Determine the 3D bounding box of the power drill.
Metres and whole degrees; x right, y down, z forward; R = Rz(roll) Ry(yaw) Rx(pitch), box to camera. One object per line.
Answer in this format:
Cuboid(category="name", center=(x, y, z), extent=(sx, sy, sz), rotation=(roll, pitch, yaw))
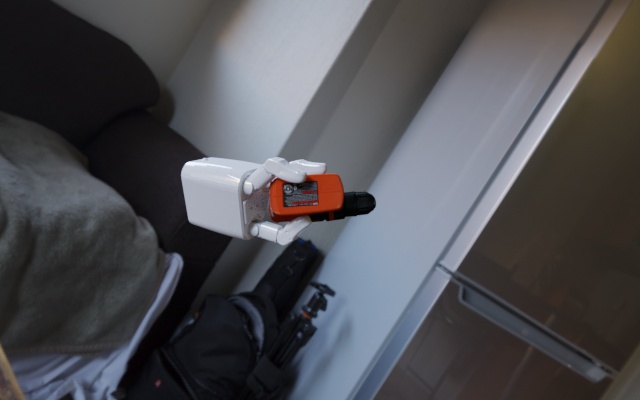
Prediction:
Cuboid(category="power drill", center=(0.000, 0.002, 0.754), extent=(0.184, 0.057, 0.188), rotation=(-6, -9, 2))
